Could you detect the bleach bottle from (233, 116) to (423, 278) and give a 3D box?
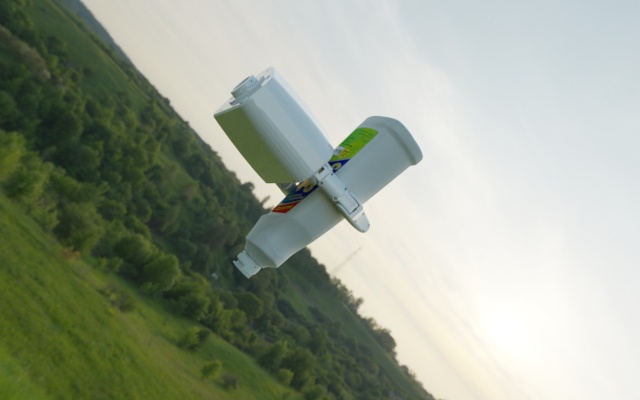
[{"bbox_3d":[0.000,0.002,0.578,0.251,0.068,0.102,-42,23,-6],"label":"bleach bottle"}]
